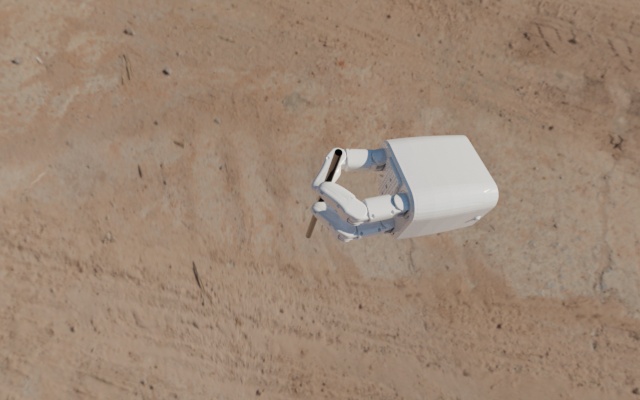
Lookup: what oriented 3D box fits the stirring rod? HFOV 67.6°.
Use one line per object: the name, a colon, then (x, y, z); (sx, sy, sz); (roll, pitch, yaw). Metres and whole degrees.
stirring rod: (0.000, 0.002, 0.566); (0.011, 0.011, 0.240); (0, -23, -9)
